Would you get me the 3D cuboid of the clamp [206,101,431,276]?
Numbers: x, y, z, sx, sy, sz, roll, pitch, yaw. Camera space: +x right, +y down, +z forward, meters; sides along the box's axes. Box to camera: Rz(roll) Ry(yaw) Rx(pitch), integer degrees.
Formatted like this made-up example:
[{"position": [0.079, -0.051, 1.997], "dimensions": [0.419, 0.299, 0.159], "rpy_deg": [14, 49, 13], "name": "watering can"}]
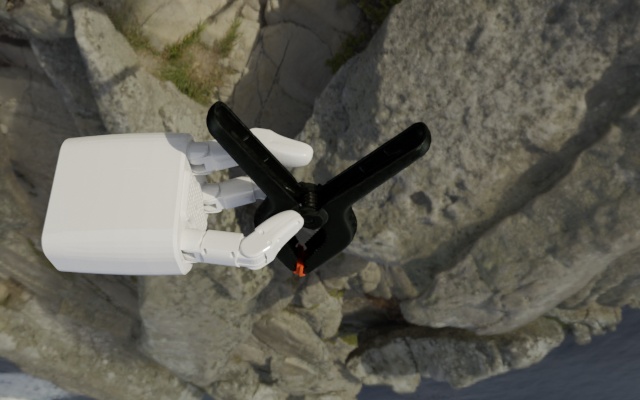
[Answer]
[{"position": [0.000, 0.002, 0.415], "dimensions": [0.164, 0.036, 0.210], "rpy_deg": [2, -39, 1], "name": "clamp"}]
